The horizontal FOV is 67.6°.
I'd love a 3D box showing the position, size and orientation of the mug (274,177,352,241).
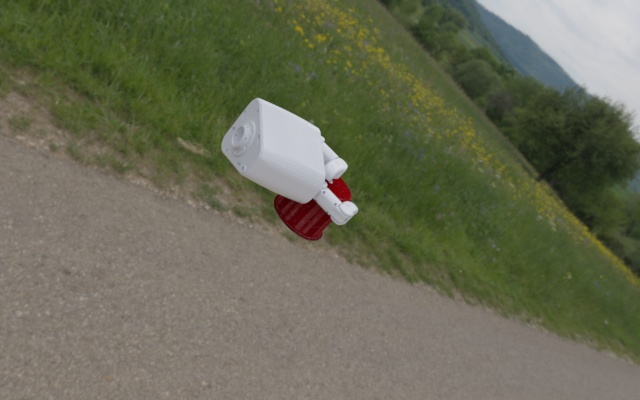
[{"bbox_3d":[0.001,0.003,0.716,0.117,0.093,0.081,22,-59,-40],"label":"mug"}]
